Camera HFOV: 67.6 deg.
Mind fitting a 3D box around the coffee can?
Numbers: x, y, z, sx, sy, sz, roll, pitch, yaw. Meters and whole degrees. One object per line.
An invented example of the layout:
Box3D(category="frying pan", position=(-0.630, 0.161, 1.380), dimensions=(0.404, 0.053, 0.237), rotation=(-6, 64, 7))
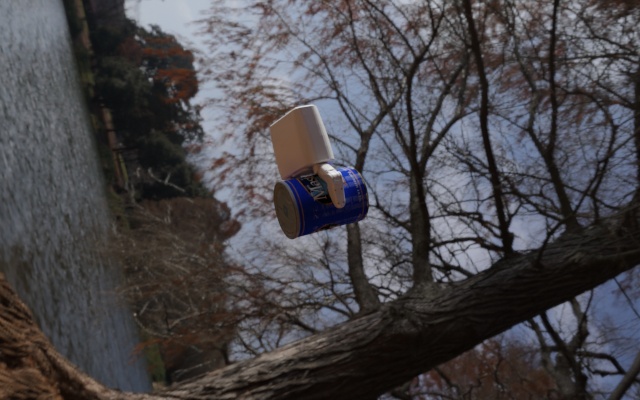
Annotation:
Box3D(category="coffee can", position=(0.000, 0.003, 0.849), dimensions=(0.140, 0.103, 0.103), rotation=(-14, 5, -23))
